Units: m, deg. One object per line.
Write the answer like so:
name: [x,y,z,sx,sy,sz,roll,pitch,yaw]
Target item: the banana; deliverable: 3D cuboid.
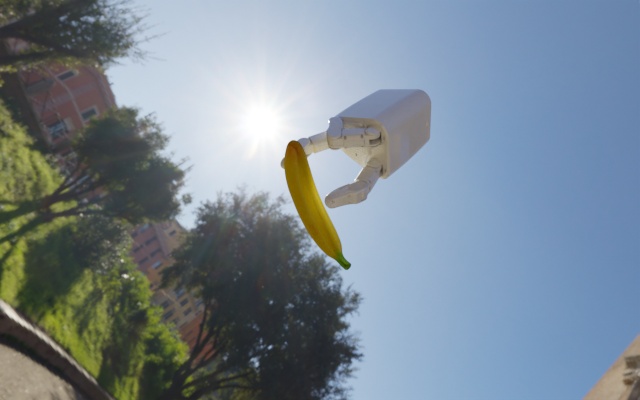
banana: [-0.010,0.004,0.659,0.037,0.198,0.069,-37,24,-28]
